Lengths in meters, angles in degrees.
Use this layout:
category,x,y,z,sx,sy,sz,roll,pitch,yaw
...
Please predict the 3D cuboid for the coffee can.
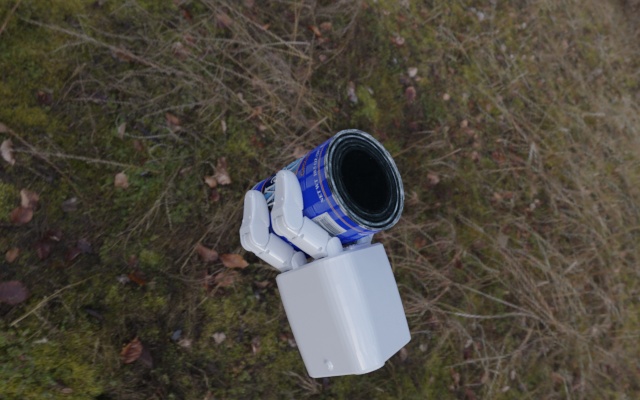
category,x,y,z,sx,sy,sz,roll,pitch,yaw
coffee can,0.000,0.001,0.497,0.103,0.102,0.140,0,-19,-42
